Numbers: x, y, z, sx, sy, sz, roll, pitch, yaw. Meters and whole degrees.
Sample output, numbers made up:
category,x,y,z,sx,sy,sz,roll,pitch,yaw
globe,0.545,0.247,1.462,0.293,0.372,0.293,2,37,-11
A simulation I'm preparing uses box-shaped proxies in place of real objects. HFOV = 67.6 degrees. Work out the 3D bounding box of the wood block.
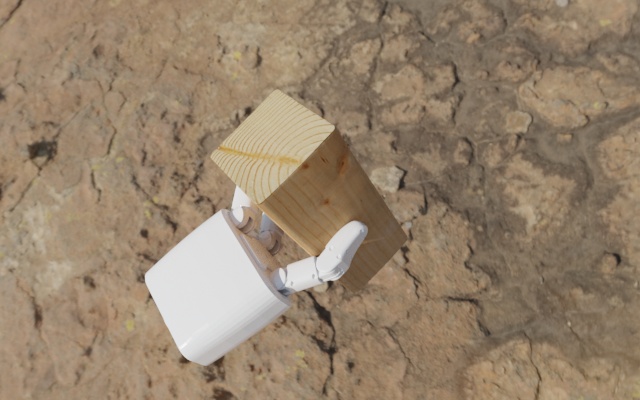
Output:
category,x,y,z,sx,sy,sz,roll,pitch,yaw
wood block,0.000,0.002,0.479,0.090,0.090,0.206,41,-5,40
